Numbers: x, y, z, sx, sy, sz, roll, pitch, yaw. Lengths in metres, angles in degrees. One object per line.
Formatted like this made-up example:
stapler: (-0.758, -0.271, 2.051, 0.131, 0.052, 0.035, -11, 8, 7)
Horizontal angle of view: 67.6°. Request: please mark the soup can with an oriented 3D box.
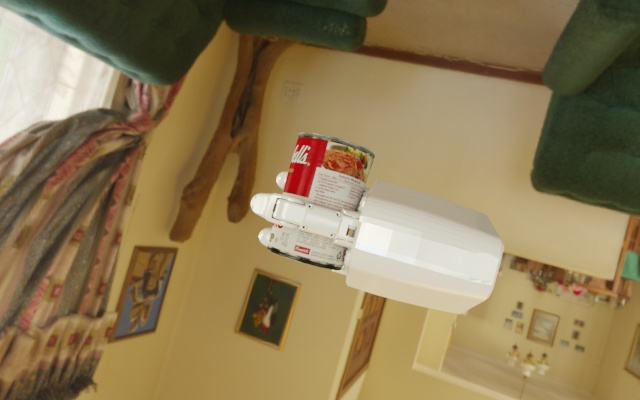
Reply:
soup can: (-0.001, 0.001, 0.406, 0.068, 0.102, 0.068, 16, -2, 1)
